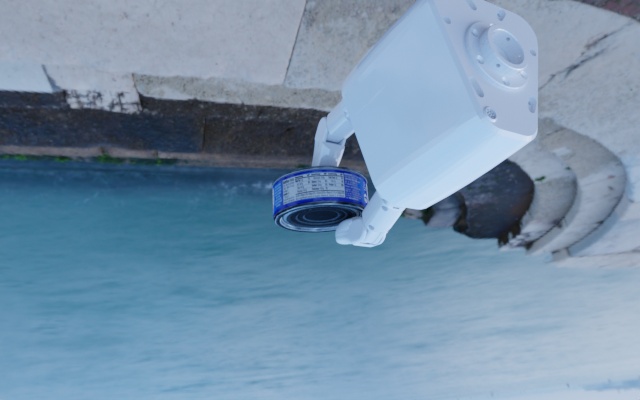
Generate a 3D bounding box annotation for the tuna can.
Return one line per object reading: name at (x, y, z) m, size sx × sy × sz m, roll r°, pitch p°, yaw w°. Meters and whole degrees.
tuna can at (0.000, 0.002, 0.422) m, size 0.086 × 0.033 × 0.086 m, roll -3°, pitch -19°, yaw -1°
